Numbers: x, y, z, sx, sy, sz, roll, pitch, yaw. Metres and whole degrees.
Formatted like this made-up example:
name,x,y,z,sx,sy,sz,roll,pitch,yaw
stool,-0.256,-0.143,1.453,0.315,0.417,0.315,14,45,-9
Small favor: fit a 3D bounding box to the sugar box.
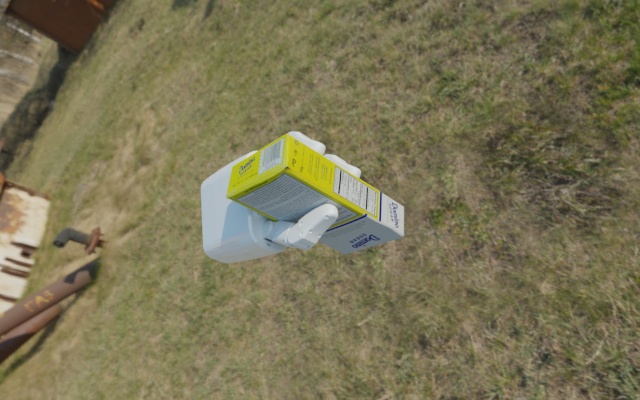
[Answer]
name,x,y,z,sx,sy,sz,roll,pitch,yaw
sugar box,0.000,0.001,0.509,0.176,0.048,0.093,27,-35,-37
